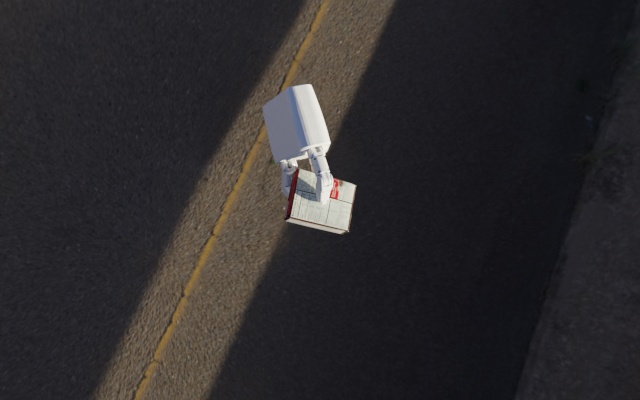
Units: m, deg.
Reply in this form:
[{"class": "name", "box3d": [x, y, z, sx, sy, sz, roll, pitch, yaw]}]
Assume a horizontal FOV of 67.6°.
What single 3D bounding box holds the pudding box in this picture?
[{"class": "pudding box", "box3d": [0.000, 0.003, 0.828, 0.113, 0.090, 0.039, 14, -13, -15]}]
